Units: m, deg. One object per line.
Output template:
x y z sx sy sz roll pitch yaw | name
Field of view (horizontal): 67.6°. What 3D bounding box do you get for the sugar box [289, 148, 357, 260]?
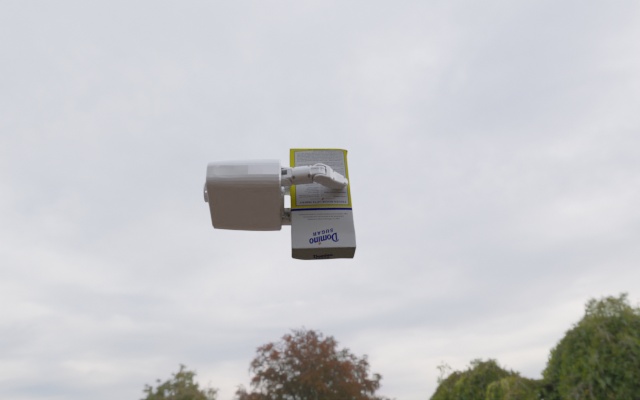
0.000 0.003 0.719 0.093 0.176 0.048 0 -29 -3 | sugar box
